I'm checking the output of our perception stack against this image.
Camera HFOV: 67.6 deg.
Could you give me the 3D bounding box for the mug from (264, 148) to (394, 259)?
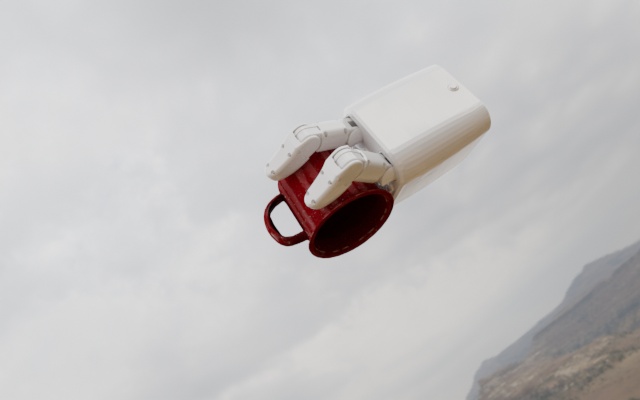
[{"bbox_3d":[-0.001,0.002,0.463,0.117,0.081,0.093,-29,-32,-11],"label":"mug"}]
